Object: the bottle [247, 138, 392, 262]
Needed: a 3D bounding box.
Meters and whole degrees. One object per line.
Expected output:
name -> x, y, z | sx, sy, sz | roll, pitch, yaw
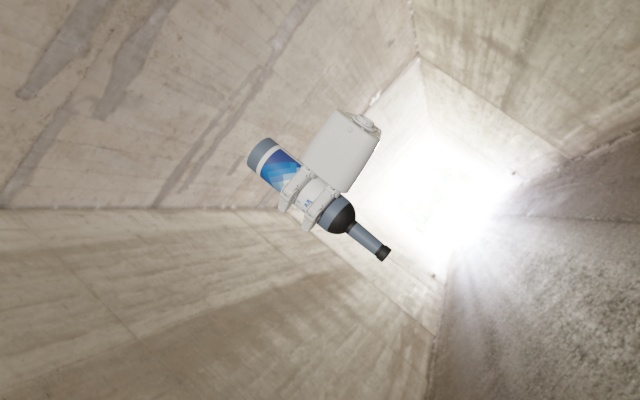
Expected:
bottle -> 0.000, 0.003, 0.832 | 0.295, 0.069, 0.069 | 39, 11, 14
